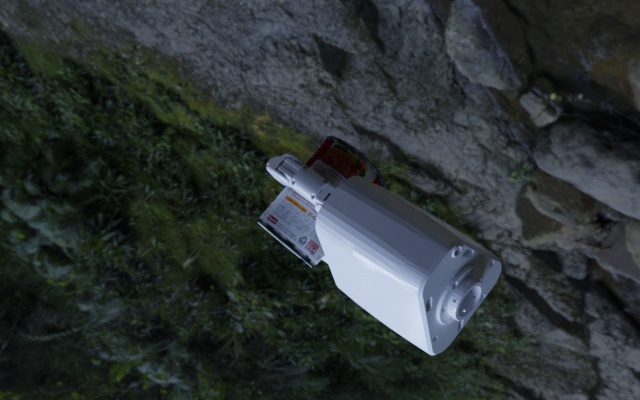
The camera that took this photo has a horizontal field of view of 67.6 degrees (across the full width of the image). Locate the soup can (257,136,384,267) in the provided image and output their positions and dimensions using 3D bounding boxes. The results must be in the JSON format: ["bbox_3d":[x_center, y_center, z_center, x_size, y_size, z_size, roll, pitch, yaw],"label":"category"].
[{"bbox_3d":[0.000,0.001,0.436,0.068,0.102,0.068,39,-8,6],"label":"soup can"}]
